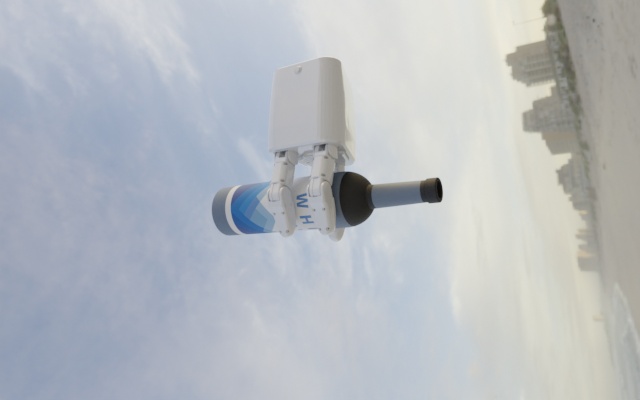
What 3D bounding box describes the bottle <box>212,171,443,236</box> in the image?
[{"bbox_3d":[0.000,0.002,0.581,0.296,0.069,0.069,-6,-3,30],"label":"bottle"}]
